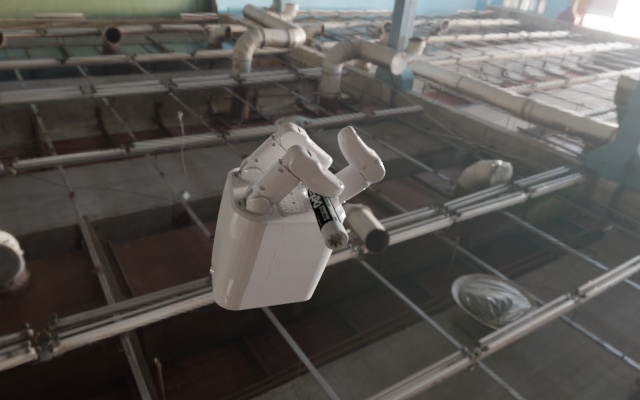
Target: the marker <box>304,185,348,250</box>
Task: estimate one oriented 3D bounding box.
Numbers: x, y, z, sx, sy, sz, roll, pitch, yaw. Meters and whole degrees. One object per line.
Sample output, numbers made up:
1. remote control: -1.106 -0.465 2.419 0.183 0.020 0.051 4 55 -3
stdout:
1. marker: 0.000 0.001 0.422 0.020 0.020 0.121 0 30 -14
